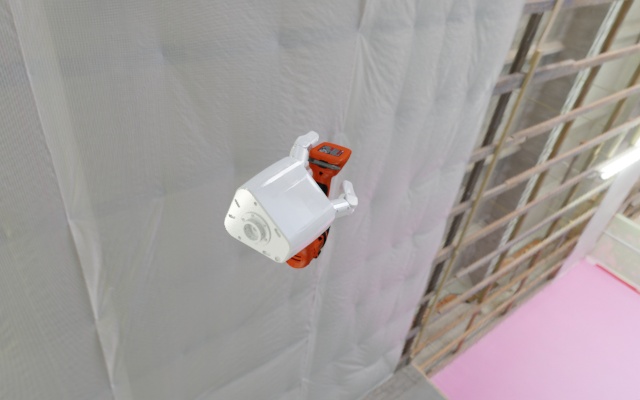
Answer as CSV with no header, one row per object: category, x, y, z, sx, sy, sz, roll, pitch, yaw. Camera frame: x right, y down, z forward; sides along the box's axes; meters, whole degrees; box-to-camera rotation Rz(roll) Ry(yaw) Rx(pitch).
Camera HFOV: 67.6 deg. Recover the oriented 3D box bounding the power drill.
power drill,0.000,0.002,0.786,0.057,0.188,0.184,16,18,7
